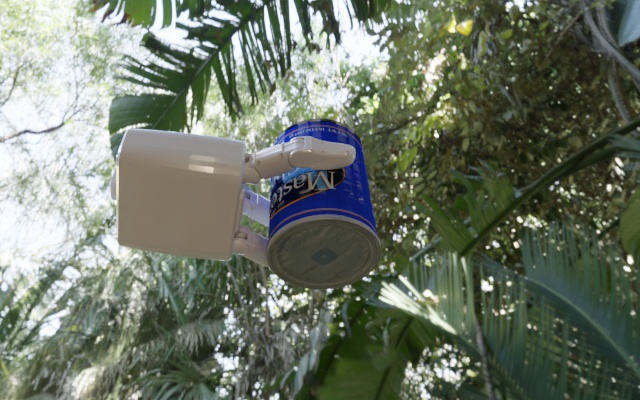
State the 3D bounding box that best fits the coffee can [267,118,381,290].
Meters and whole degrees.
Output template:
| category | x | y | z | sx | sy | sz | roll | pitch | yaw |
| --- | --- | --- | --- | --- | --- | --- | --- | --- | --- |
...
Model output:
| category | x | y | z | sx | sy | sz | roll | pitch | yaw |
| --- | --- | --- | --- | --- | --- | --- | --- | --- | --- |
| coffee can | 0.000 | 0.002 | 0.475 | 0.103 | 0.140 | 0.103 | -2 | -44 | -2 |
